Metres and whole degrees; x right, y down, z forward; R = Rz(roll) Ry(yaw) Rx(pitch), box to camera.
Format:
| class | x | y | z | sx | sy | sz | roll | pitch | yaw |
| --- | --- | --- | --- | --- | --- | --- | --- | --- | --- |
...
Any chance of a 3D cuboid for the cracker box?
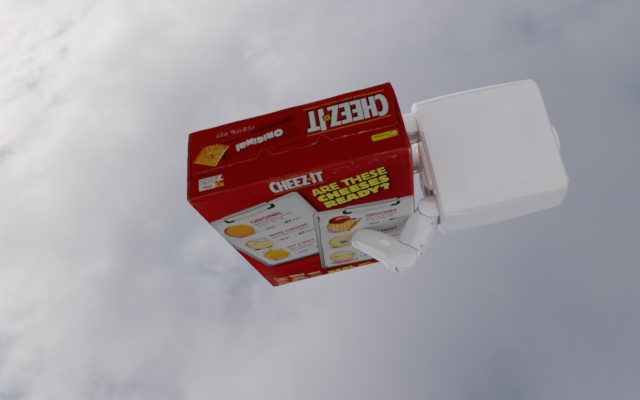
| class | x | y | z | sx | sy | sz | roll | pitch | yaw |
| --- | --- | --- | --- | --- | --- | --- | --- | --- | --- |
| cracker box | 0.000 | 0.002 | 0.436 | 0.164 | 0.072 | 0.214 | -14 | -29 | 6 |
